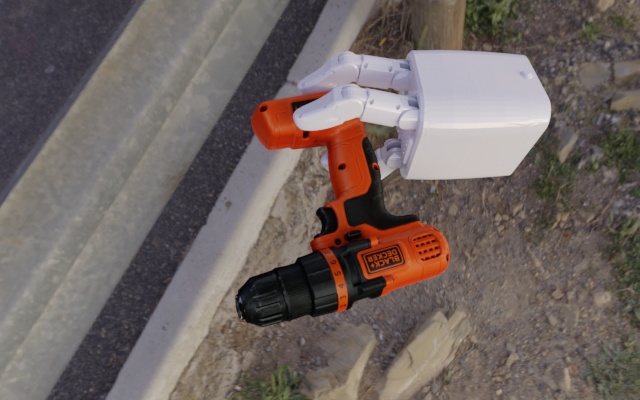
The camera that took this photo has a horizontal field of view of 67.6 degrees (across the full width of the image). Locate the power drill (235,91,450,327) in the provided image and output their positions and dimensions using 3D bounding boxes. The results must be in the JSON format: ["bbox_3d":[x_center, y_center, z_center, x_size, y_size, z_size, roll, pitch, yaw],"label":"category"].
[{"bbox_3d":[0.000,0.001,0.414,0.184,0.187,0.057,-13,-17,-18],"label":"power drill"}]
